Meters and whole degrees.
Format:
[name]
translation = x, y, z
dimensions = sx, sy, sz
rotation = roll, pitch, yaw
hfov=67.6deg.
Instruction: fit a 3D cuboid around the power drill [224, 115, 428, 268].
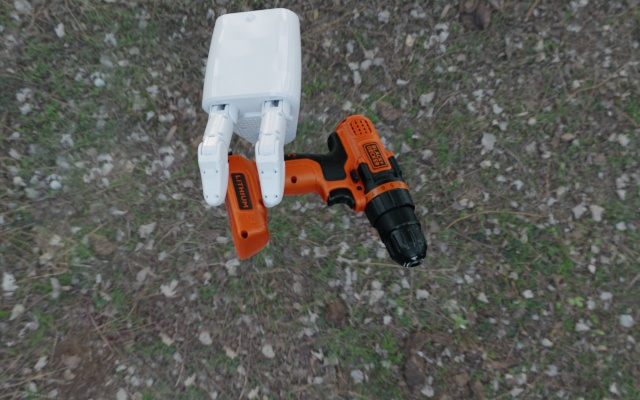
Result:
[power drill]
translation = 0.000, 0.001, 0.491
dimensions = 0.187, 0.184, 0.057
rotation = -12, -31, -16
